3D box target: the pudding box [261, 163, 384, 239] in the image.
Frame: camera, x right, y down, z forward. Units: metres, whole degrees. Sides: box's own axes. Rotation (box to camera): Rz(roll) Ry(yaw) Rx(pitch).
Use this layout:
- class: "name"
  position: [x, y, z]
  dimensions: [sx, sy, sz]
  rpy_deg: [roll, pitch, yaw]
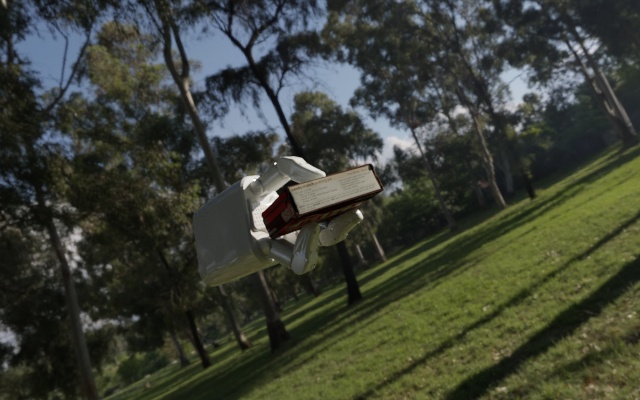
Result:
- class: "pudding box"
  position: [0.000, 0.002, 0.535]
  dimensions: [0.113, 0.039, 0.090]
  rpy_deg: [-20, -9, -29]
